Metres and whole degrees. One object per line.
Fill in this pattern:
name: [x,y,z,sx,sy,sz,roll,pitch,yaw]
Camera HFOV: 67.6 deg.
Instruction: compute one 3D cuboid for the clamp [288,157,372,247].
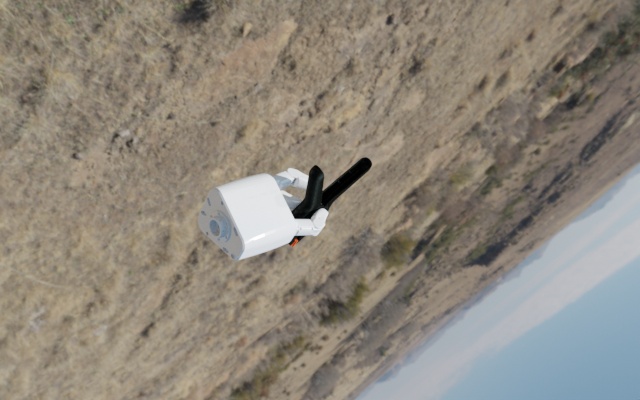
clamp: [0.000,0.004,0.846,0.164,0.036,0.210,-19,-29,-46]
